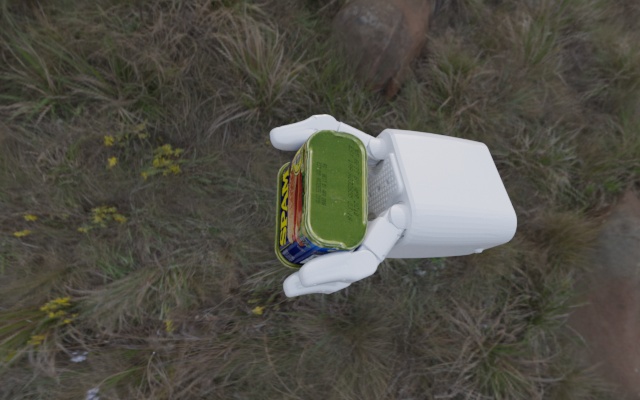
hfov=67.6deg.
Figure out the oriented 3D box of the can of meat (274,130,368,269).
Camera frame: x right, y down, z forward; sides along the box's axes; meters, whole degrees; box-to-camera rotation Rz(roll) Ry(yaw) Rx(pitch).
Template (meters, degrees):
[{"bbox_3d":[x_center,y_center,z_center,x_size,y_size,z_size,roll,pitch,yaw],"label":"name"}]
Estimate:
[{"bbox_3d":[0.000,0.001,0.402,0.057,0.102,0.084,7,-19,-18],"label":"can of meat"}]
